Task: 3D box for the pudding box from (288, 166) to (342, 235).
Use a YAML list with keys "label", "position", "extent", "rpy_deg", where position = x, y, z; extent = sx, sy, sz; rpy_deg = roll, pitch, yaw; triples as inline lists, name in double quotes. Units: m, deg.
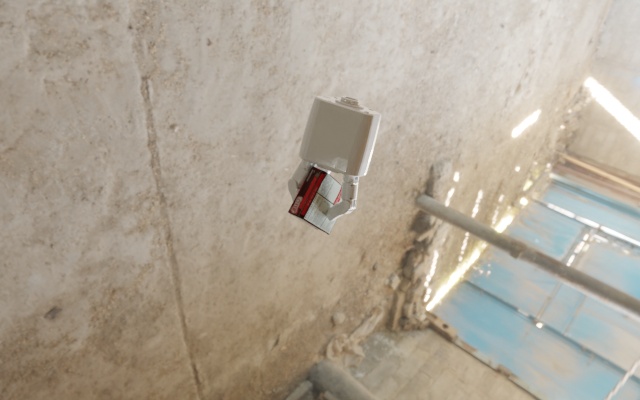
- label: "pudding box"
  position: [0.000, 0.003, 0.835]
  extent: [0.039, 0.090, 0.113]
  rpy_deg: [25, -6, 32]
